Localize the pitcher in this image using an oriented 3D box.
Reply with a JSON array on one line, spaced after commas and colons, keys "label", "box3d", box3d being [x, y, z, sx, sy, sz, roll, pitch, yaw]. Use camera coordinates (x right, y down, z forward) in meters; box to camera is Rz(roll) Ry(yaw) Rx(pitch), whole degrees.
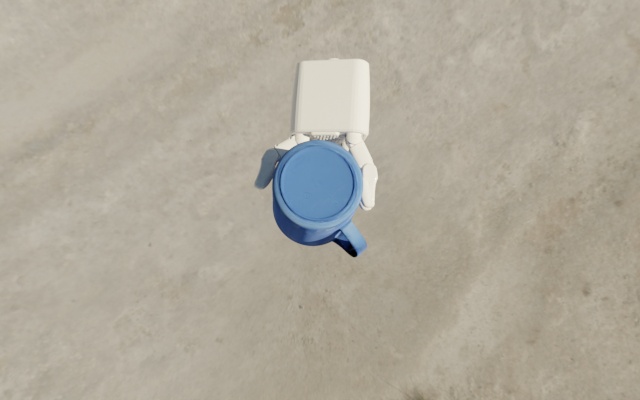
[{"label": "pitcher", "box3d": [0.000, 0.002, 0.670, 0.149, 0.145, 0.243, 5, -7, -2]}]
